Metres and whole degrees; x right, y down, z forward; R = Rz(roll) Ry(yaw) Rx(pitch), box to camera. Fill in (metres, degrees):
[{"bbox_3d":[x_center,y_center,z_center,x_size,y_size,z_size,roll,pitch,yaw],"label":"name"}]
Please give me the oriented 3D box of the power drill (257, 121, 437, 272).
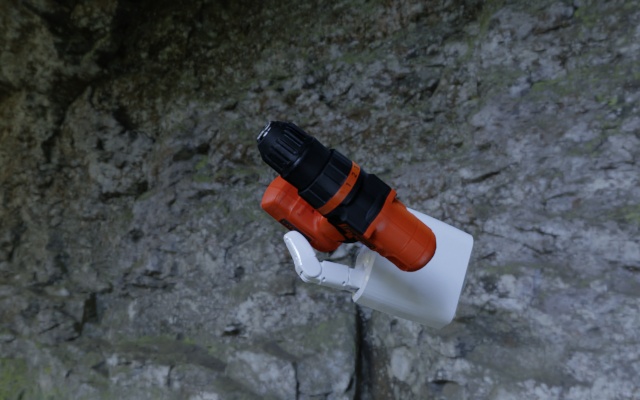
[{"bbox_3d":[0.000,0.002,0.469,0.184,0.057,0.187,39,-14,-14],"label":"power drill"}]
